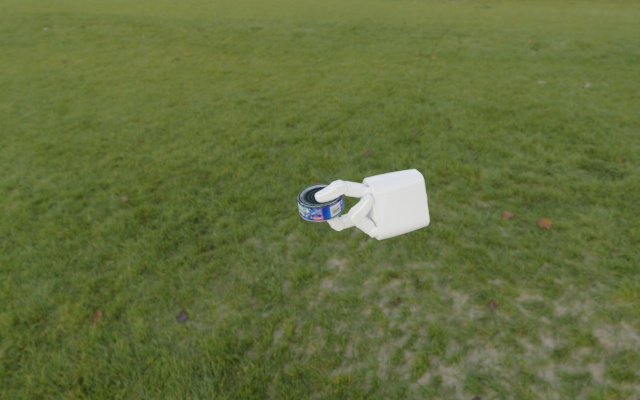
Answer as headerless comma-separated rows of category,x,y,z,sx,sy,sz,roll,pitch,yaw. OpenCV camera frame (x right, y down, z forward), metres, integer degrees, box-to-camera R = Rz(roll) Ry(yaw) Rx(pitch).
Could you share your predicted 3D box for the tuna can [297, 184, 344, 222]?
tuna can,0.000,0.002,0.894,0.086,0.034,0.086,-6,32,4
